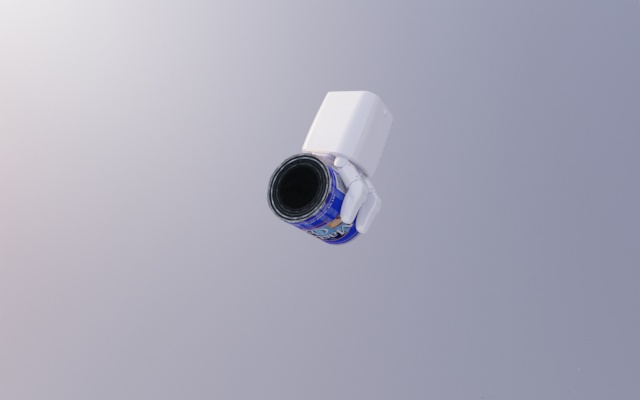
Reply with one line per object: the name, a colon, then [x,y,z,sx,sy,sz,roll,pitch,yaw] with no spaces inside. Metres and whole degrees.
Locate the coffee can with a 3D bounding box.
coffee can: [0.000,0.003,0.717,0.103,0.102,0.140,0,-18,28]
